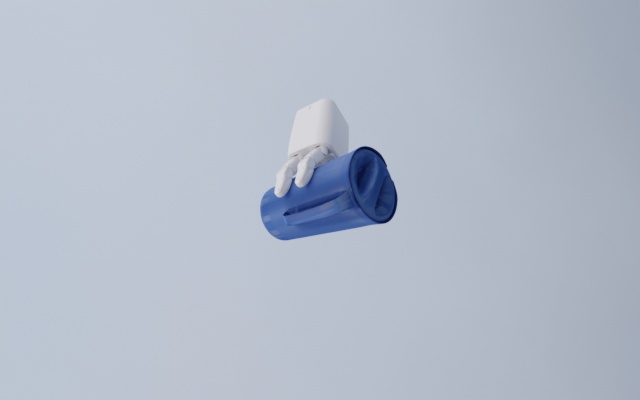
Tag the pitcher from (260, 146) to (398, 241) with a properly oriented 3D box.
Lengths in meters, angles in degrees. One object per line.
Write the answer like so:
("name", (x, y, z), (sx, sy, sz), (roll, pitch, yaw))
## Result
("pitcher", (0.000, 0.003, 0.853), (0.243, 0.145, 0.149), (-18, -35, 39))
